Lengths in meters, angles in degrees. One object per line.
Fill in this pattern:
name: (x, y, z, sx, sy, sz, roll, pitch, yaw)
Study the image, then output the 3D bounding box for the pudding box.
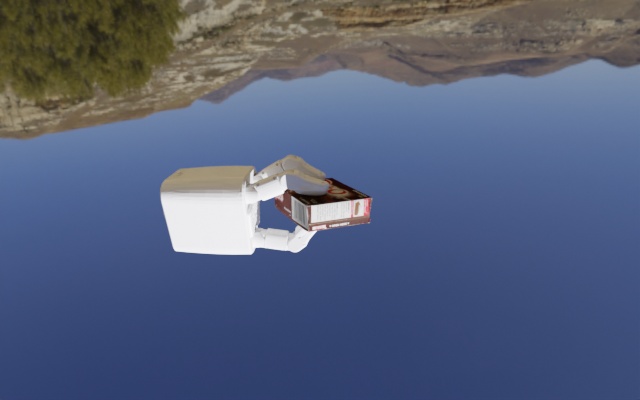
pudding box: (0.000, 0.002, 0.622, 0.090, 0.039, 0.113, -8, 21, -25)
